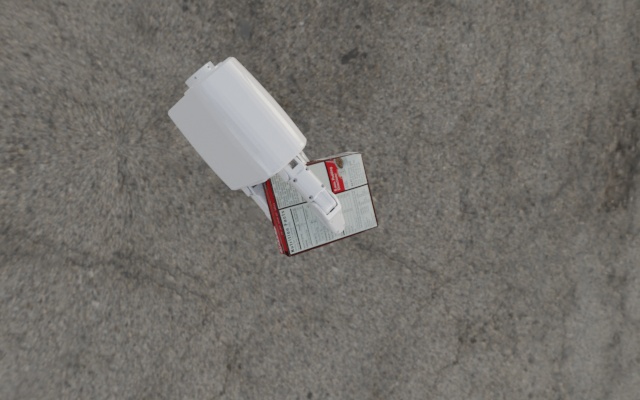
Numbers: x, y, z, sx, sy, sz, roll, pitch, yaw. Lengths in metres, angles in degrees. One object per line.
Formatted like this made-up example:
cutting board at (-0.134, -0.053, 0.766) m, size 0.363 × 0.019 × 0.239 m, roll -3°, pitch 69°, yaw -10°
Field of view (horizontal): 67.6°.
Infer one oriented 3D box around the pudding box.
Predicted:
pudding box at (0.000, 0.002, 0.517) m, size 0.113 × 0.090 × 0.039 m, roll -16°, pitch 8°, yaw -19°
